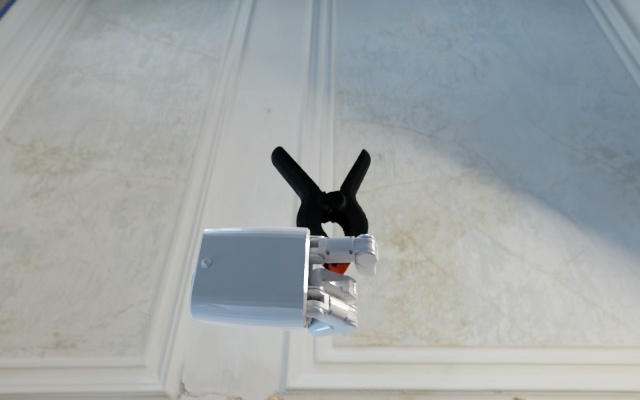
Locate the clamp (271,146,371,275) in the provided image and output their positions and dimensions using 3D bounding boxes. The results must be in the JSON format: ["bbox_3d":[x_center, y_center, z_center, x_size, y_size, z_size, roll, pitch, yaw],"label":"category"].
[{"bbox_3d":[0.000,0.002,0.533,0.120,0.171,0.039,4,-39,-3],"label":"clamp"}]
